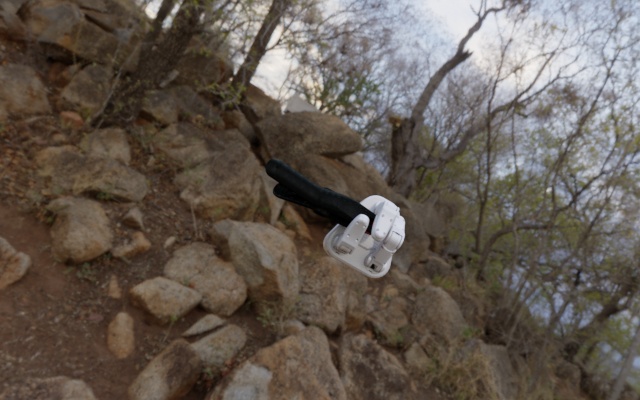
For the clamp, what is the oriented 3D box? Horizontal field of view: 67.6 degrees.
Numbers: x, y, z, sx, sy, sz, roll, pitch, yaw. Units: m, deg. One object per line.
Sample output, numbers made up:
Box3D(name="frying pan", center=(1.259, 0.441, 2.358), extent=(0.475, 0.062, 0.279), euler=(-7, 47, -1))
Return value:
Box3D(name="clamp", center=(0.001, 0.002, 0.661), extent=(0.171, 0.039, 0.120), euler=(30, -8, -2))
